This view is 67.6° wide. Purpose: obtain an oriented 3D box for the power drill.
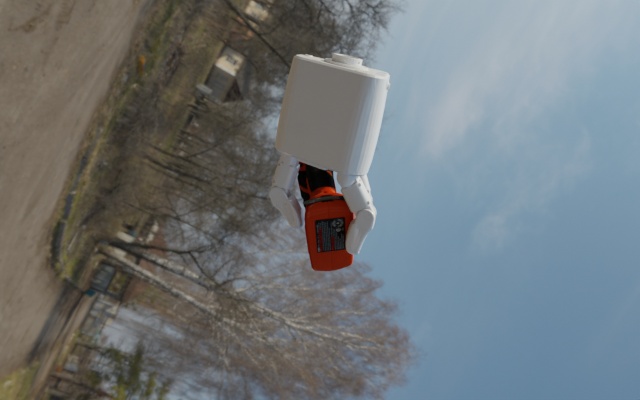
[{"bbox_3d":[0.000,0.002,0.635,0.057,0.185,0.187,-10,39,-4],"label":"power drill"}]
